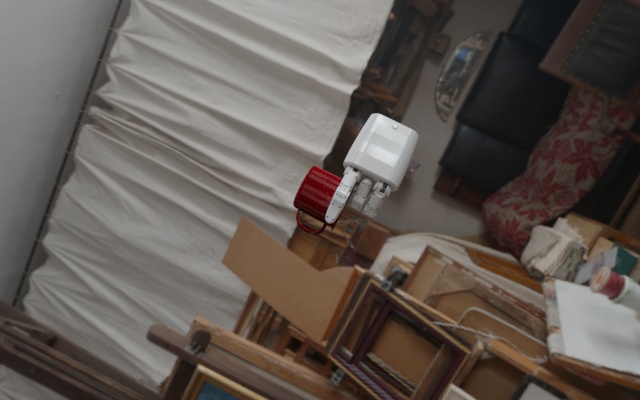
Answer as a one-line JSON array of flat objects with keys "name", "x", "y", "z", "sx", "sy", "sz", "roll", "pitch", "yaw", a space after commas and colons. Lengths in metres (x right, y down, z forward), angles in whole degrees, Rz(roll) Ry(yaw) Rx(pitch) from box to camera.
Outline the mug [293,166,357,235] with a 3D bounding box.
[{"name": "mug", "x": -0.001, "y": 0.004, "z": 0.818, "sx": 0.081, "sy": 0.117, "sz": 0.093, "roll": 27, "pitch": -16, "yaw": 4}]
